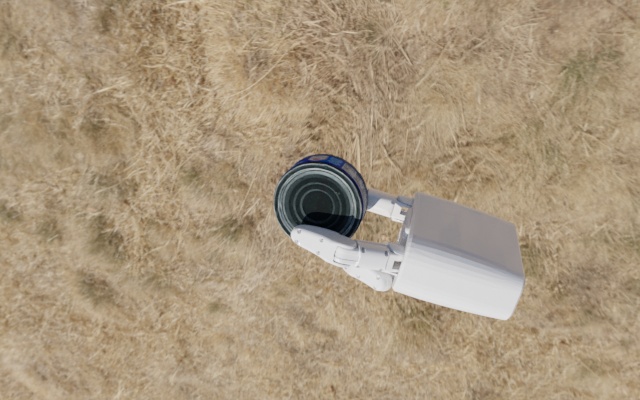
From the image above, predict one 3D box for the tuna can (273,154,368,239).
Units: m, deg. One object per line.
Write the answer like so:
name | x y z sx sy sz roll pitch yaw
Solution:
tuna can | 0.000 0.002 0.446 0.086 0.086 0.033 0 17 14
